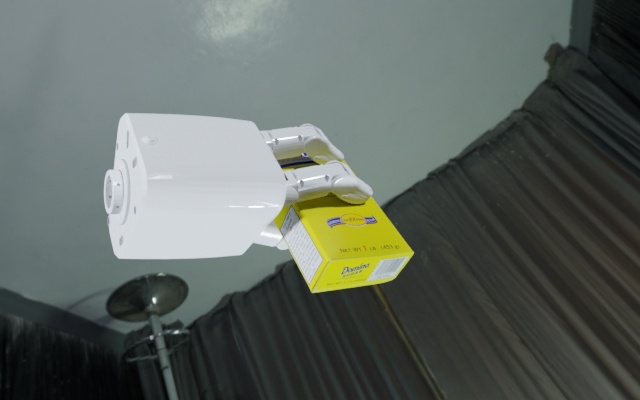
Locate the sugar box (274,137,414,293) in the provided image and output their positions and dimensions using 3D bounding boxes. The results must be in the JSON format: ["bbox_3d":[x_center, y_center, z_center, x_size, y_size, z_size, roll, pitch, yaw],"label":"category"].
[{"bbox_3d":[0.000,0.001,0.448,0.093,0.048,0.176,0,44,-35],"label":"sugar box"}]
